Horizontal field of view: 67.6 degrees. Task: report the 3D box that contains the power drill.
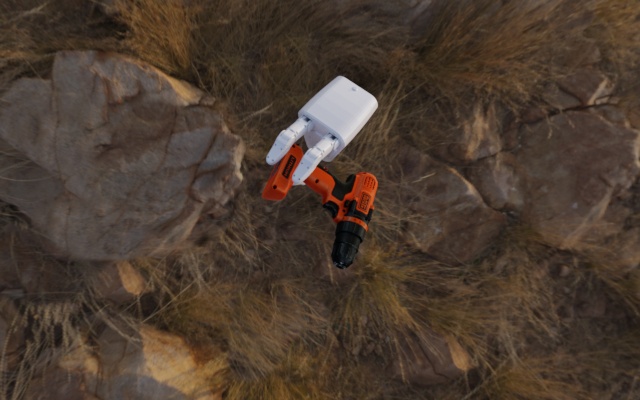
[{"bbox_3d":[0.000,0.002,0.805,0.188,0.184,0.057,29,-32,-16],"label":"power drill"}]
